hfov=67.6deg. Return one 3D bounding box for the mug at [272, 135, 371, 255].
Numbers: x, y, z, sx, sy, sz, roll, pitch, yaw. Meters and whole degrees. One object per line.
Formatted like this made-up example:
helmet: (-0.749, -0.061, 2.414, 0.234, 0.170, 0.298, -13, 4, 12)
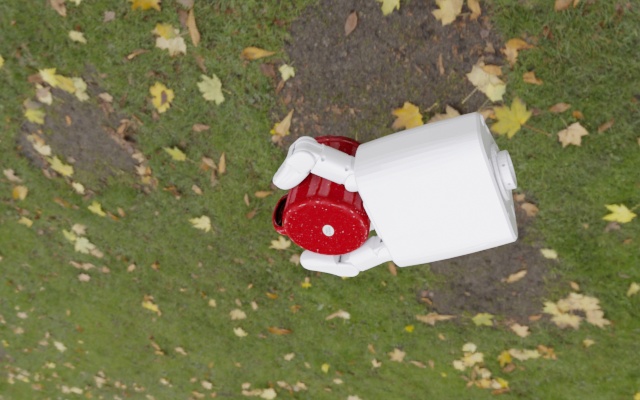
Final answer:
mug: (-0.001, 0.002, 0.467, 0.117, 0.081, 0.093, -17, -49, 28)
